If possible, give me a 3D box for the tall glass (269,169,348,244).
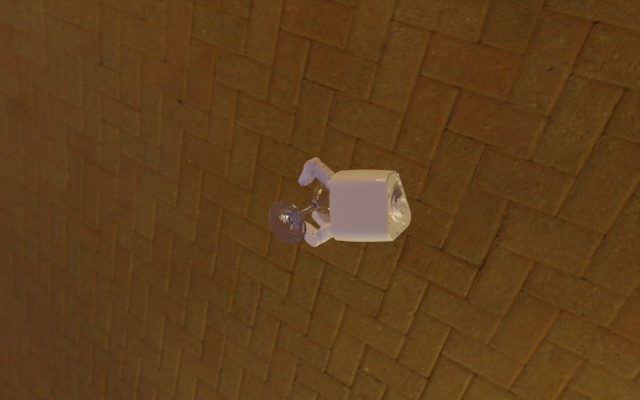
[{"bbox_3d":[0.000,0.003,0.841,0.079,0.079,0.201,0,20,35],"label":"tall glass"}]
